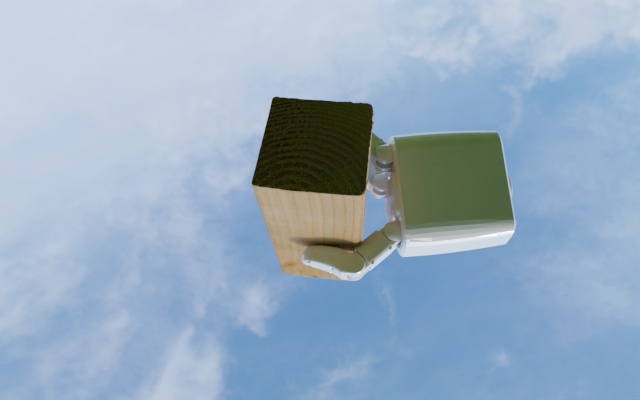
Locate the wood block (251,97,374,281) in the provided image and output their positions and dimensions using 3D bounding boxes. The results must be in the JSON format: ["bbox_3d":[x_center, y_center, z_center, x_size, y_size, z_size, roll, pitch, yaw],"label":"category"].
[{"bbox_3d":[0.000,0.002,0.473,0.090,0.090,0.206,5,-28,6],"label":"wood block"}]
